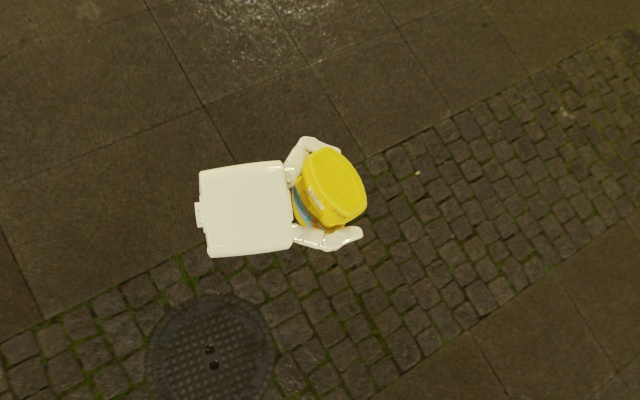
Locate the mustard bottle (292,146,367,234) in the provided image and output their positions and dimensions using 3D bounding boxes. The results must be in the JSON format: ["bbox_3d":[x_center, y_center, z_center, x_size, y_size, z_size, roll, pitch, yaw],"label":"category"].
[{"bbox_3d":[0.000,0.002,0.670,0.058,0.096,0.192,-32,-7,-20],"label":"mustard bottle"}]
